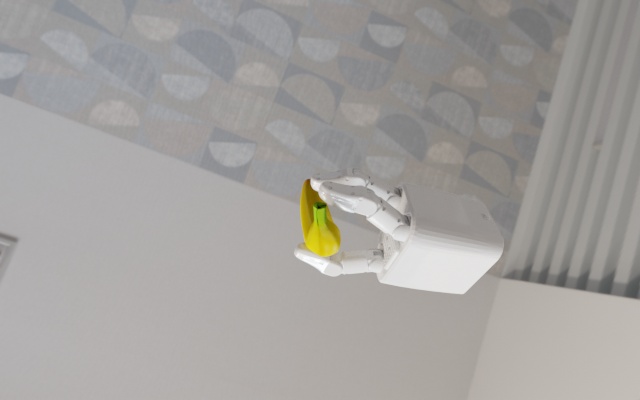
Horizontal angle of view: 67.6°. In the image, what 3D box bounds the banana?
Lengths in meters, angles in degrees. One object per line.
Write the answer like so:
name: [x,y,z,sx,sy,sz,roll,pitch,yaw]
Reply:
banana: [-0.001,0.021,0.540,0.037,0.069,0.197,3,9,-7]
